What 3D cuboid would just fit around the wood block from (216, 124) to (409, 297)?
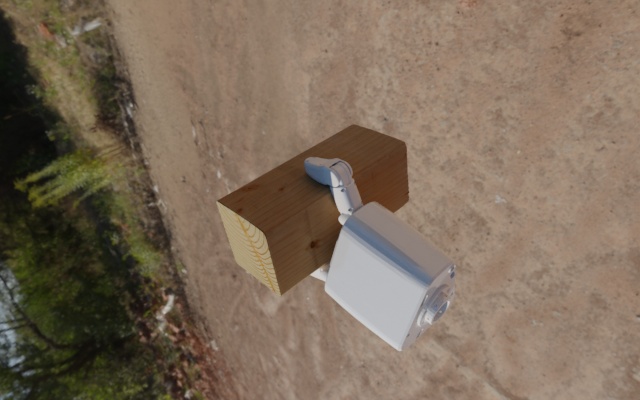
[{"bbox_3d":[0.000,0.002,0.548,0.206,0.091,0.090,-33,41,-29],"label":"wood block"}]
